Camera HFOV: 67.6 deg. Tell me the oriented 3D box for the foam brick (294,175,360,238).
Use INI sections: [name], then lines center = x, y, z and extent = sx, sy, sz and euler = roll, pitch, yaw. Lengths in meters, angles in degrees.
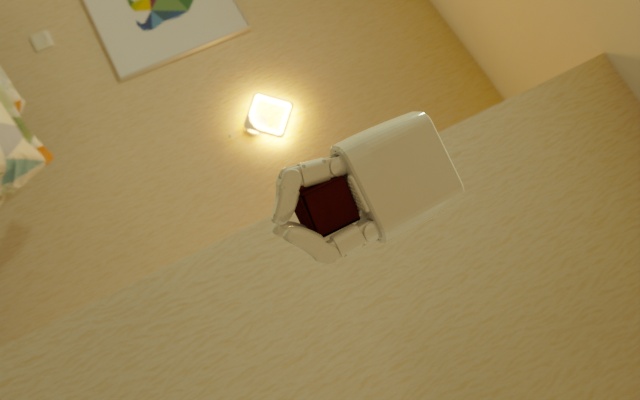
[foam brick]
center = 0.000, 0.002, 0.525
extent = 0.051, 0.053, 0.078
euler = -26, 18, -12
